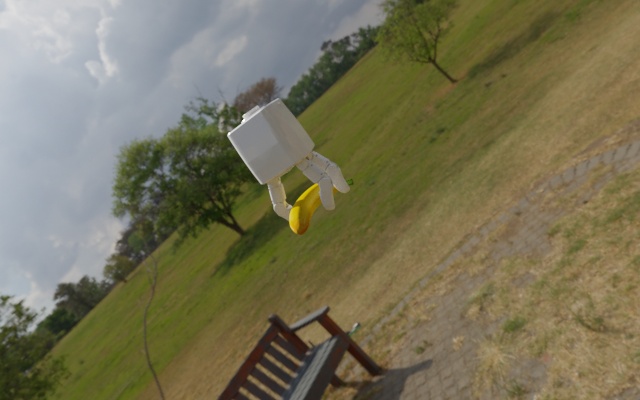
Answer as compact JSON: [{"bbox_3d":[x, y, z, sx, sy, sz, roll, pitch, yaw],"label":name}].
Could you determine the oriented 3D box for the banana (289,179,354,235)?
[{"bbox_3d":[-0.013,0.005,0.850,0.069,0.037,0.197,-14,21,37],"label":"banana"}]
